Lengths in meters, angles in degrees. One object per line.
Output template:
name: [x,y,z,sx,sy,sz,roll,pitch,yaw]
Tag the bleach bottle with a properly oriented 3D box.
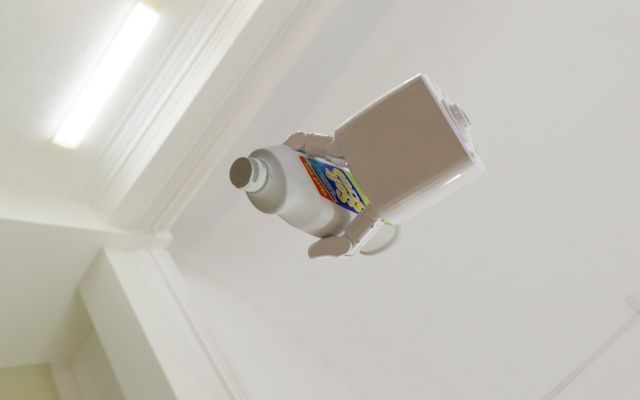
bleach bottle: [0.000,0.002,0.526,0.068,0.102,0.251,-32,-25,25]
